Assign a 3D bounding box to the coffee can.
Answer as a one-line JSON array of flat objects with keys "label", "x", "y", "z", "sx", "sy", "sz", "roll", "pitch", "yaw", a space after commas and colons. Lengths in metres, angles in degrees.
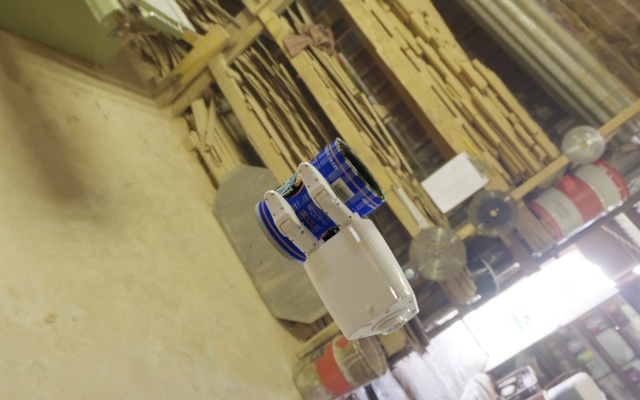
[{"label": "coffee can", "x": 0.000, "y": 0.002, "z": 0.622, "sx": 0.140, "sy": 0.103, "sz": 0.103, "roll": -39, "pitch": -11, "yaw": 14}]
